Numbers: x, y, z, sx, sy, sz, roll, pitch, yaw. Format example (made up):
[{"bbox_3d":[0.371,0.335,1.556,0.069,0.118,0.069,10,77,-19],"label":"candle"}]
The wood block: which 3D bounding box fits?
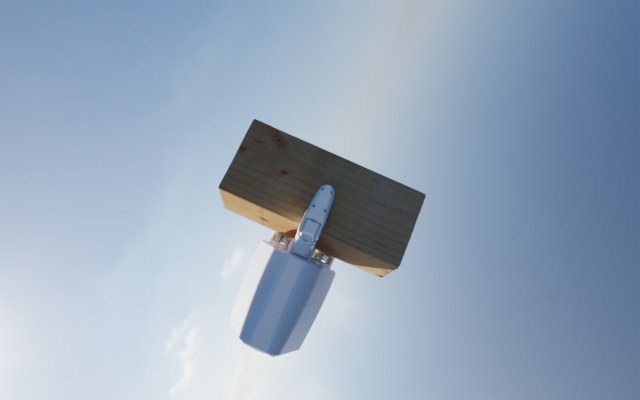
[{"bbox_3d":[0.000,0.002,0.547,0.206,0.090,0.091,24,-18,1],"label":"wood block"}]
